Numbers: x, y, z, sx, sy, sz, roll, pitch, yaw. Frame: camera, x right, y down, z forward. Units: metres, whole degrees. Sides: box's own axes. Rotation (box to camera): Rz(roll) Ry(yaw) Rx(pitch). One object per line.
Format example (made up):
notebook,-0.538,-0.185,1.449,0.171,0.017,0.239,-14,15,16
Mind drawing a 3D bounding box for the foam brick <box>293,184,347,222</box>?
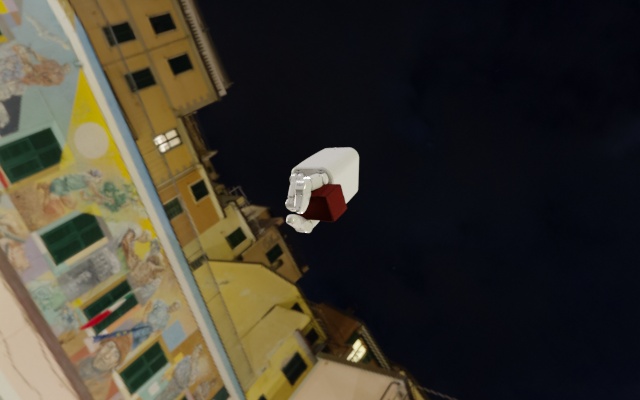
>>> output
foam brick,0.000,0.003,0.868,0.078,0.053,0.051,3,29,38
